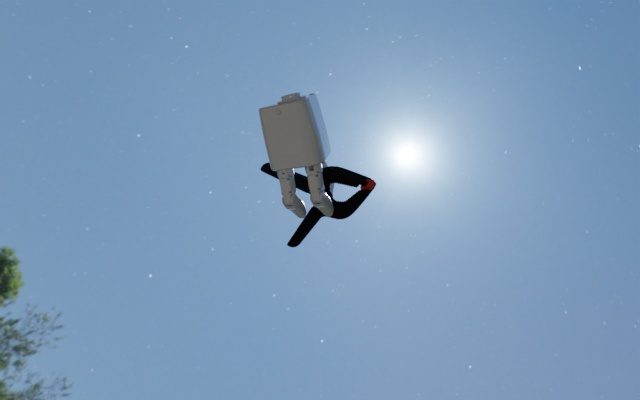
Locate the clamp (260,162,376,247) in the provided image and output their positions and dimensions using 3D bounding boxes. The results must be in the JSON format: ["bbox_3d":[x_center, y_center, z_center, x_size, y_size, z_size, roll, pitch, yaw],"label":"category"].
[{"bbox_3d":[0.001,0.002,0.841,0.210,0.164,0.036,-5,16,29],"label":"clamp"}]
